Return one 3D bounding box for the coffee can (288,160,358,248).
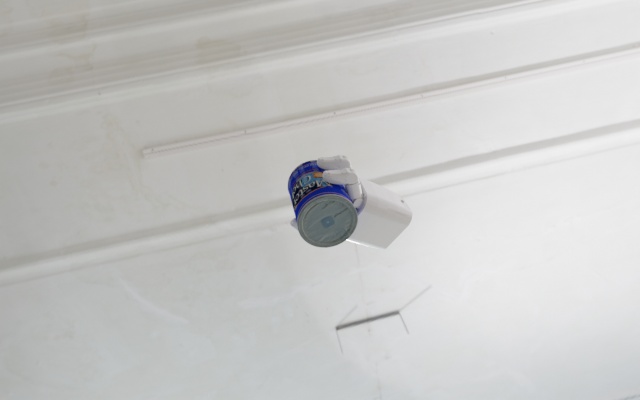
[{"bbox_3d":[0.000,0.003,0.852,0.103,0.103,0.140,0,29,-12],"label":"coffee can"}]
